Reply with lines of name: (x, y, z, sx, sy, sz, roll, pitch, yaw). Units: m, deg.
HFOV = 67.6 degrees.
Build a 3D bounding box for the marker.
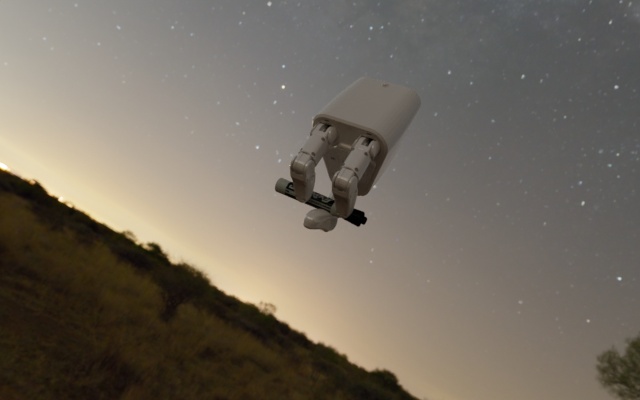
marker: (0.000, 0.002, 0.566, 0.121, 0.020, 0.020, 23, 9, 23)
